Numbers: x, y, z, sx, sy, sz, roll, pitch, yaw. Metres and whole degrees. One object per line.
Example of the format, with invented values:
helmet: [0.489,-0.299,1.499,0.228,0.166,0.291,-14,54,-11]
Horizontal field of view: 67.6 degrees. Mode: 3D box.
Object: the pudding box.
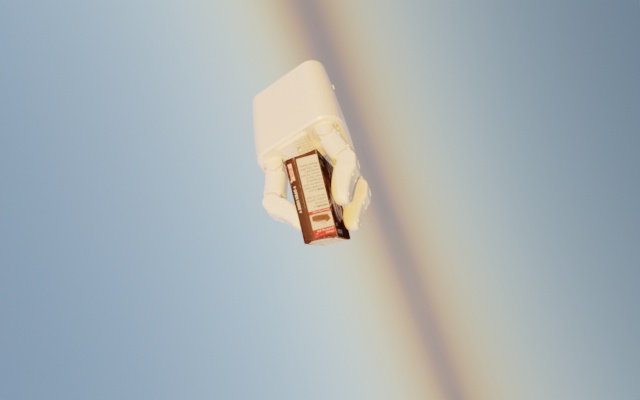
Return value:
pudding box: [0.000,0.002,0.511,0.039,0.090,0.113,-16,-8,10]
